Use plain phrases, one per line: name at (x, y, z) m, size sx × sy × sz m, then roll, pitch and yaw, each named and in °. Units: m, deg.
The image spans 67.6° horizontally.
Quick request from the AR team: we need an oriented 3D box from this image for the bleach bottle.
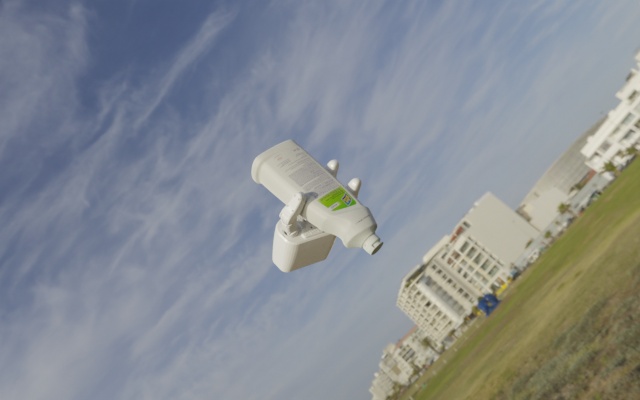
bleach bottle at (0.000, 0.003, 0.810) m, size 0.102 × 0.250 × 0.068 m, roll -34°, pitch -25°, yaw -31°
